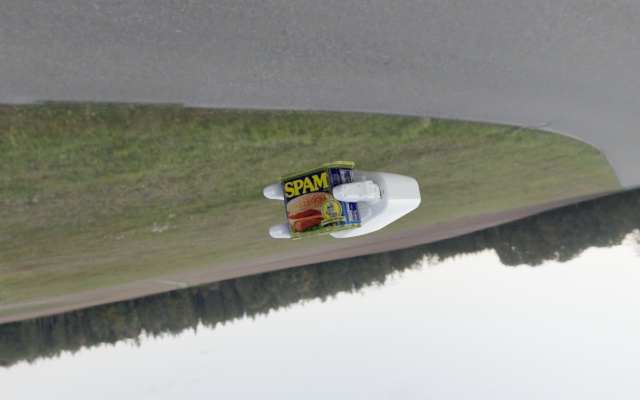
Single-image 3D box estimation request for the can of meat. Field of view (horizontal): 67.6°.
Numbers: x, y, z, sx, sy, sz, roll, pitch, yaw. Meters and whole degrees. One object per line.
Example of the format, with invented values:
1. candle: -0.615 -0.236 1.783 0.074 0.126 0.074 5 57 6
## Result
1. can of meat: 0.000 0.002 0.619 0.102 0.084 0.057 -14 -7 34
